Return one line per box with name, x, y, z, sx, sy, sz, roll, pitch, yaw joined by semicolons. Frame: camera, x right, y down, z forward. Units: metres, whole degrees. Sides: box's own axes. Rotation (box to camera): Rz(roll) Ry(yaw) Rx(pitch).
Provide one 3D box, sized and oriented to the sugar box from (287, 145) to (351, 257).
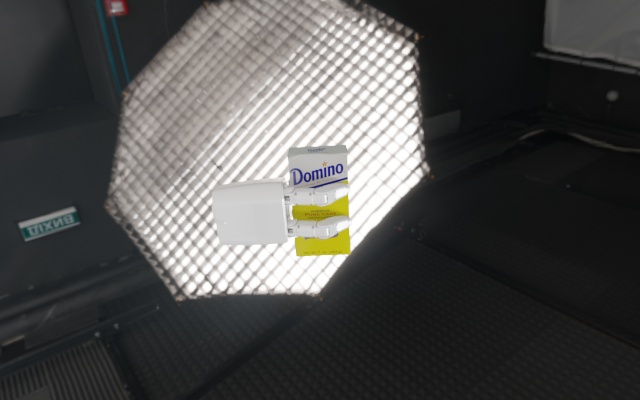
sugar box;0.000;0.003;0.757;0.093;0.176;0.048;-3;26;2
